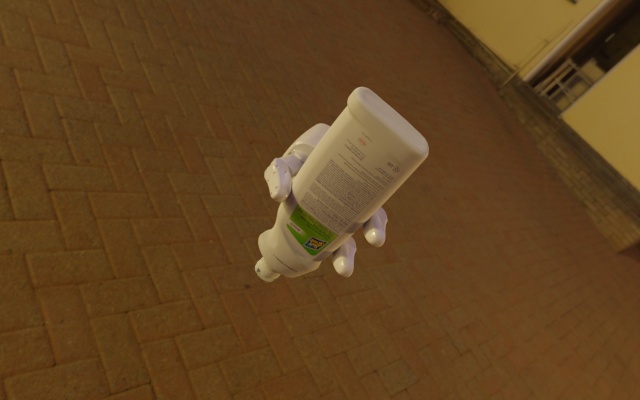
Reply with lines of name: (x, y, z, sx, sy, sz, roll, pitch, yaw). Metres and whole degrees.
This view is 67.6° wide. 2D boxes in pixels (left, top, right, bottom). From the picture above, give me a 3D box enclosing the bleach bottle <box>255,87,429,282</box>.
bleach bottle: (0.000, 0.002, 0.535, 0.102, 0.251, 0.068, 40, 27, -5)
